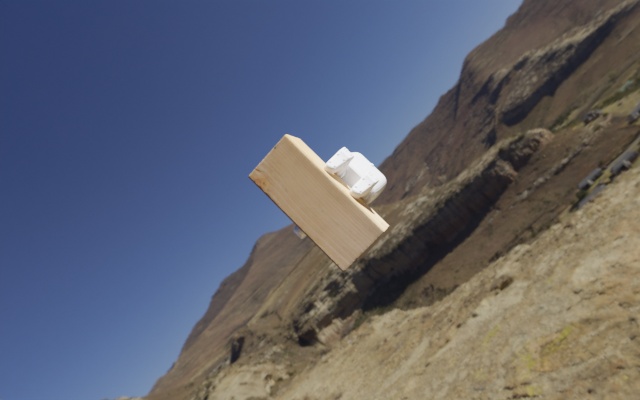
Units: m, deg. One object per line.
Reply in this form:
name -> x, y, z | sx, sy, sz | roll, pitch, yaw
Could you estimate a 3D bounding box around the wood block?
wood block -> 0.000, 0.003, 0.750 | 0.206, 0.091, 0.090 | 44, 11, 7
